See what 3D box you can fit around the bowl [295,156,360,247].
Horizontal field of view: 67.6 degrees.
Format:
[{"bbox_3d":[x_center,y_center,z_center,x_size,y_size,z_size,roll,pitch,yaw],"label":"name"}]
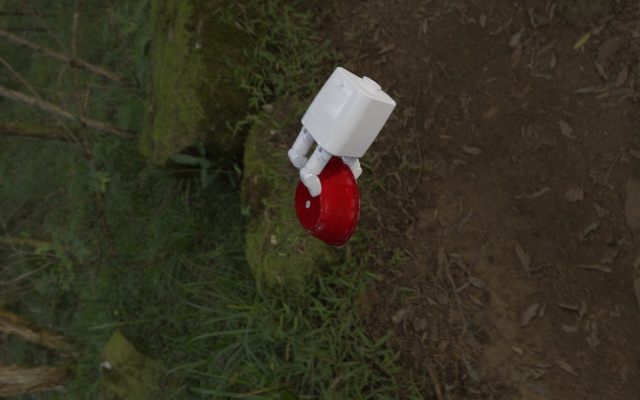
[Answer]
[{"bbox_3d":[-0.001,0.004,0.841,0.055,0.162,0.162,-4,2,-32],"label":"bowl"}]
